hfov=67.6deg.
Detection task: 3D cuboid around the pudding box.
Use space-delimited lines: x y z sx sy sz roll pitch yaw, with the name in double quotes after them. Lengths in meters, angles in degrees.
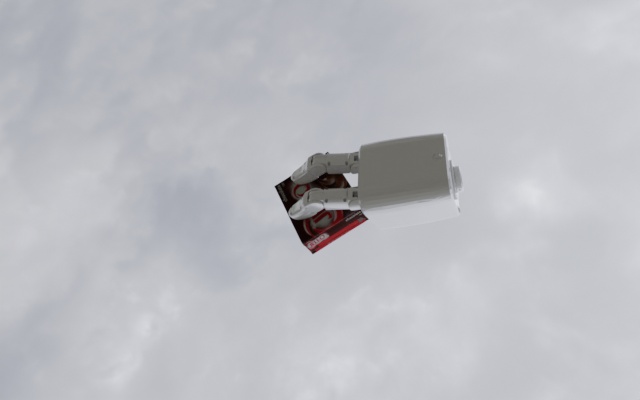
0.000 0.002 0.633 0.090 0.113 0.039 -32 -41 3 "pudding box"
